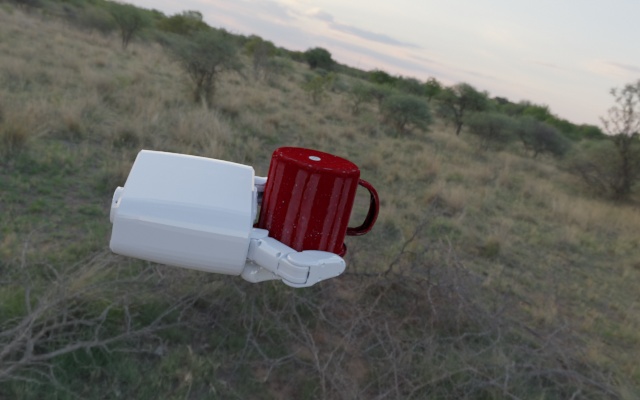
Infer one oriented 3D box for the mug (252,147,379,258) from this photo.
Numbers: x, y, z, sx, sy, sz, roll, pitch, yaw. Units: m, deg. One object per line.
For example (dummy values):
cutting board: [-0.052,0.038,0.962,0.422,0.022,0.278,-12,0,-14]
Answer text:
mug: [0.002,0.001,0.441,0.117,0.081,0.093,9,16,-15]
